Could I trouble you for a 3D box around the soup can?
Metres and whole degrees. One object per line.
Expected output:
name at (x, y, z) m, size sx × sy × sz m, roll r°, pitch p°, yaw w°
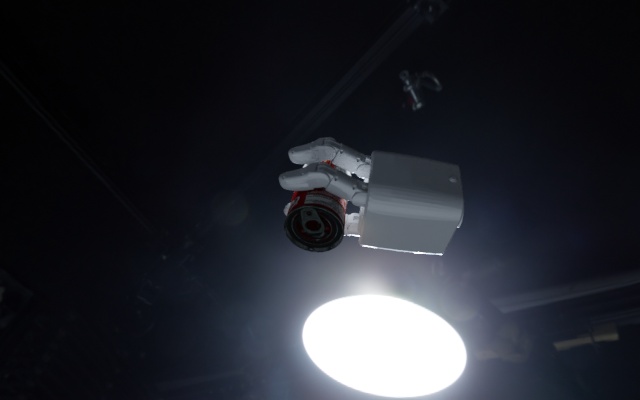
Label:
soup can at (0.000, 0.002, 0.567) m, size 0.068 × 0.069 × 0.102 m, roll 0°, pitch 38°, yaw 11°
